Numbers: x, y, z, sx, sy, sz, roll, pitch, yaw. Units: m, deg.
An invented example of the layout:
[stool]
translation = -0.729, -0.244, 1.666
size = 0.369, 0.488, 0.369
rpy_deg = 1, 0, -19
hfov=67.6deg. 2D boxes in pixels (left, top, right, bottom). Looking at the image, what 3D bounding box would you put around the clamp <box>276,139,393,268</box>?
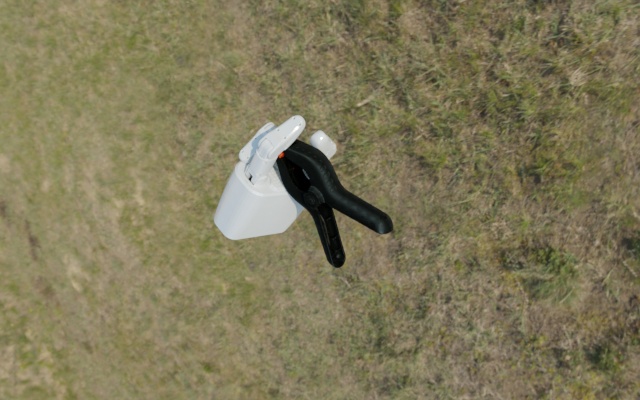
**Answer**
[clamp]
translation = 0.000, 0.002, 0.571
size = 0.039, 0.171, 0.120
rpy_deg = -27, -20, -45
